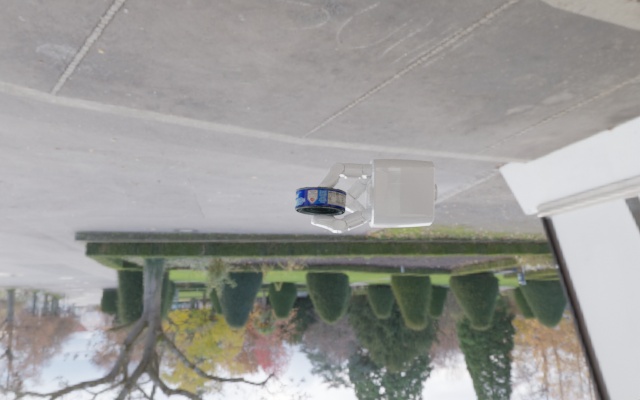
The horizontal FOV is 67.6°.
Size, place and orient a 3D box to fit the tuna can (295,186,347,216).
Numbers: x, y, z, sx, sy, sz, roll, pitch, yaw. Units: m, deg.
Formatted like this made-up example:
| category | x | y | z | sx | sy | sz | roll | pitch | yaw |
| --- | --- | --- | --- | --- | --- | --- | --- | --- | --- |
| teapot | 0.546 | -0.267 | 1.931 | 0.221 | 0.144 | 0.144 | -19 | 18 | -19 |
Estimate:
| category | x | y | z | sx | sy | sz | roll | pitch | yaw |
| --- | --- | --- | --- | --- | --- | --- | --- | --- | --- |
| tuna can | 0.000 | 0.003 | 0.796 | 0.086 | 0.033 | 0.086 | 3 | -12 | 1 |
